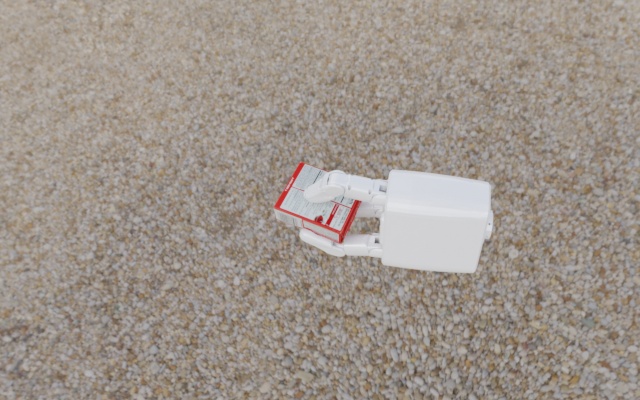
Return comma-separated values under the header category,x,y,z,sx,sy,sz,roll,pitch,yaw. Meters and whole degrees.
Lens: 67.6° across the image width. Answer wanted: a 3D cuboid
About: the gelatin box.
category,x,y,z,sx,sy,sz,roll,pitch,yaw
gelatin box,0.000,0.001,0.565,0.089,0.073,0.030,20,-29,14
